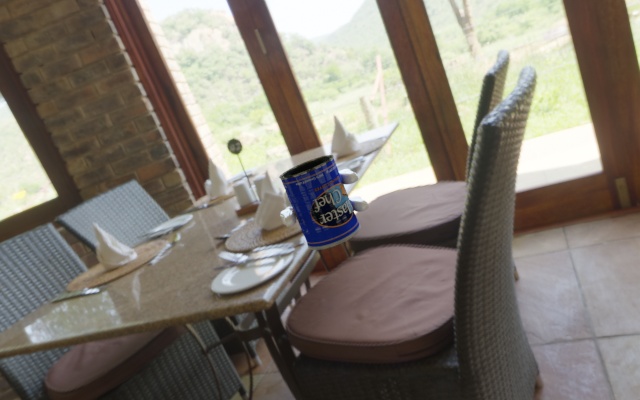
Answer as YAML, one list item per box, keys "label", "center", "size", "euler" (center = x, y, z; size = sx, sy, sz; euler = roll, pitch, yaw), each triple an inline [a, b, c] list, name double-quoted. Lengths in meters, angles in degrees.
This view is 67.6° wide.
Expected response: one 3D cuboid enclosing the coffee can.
- label: "coffee can"
  center: [0.000, 0.003, 0.849]
  size: [0.103, 0.140, 0.102]
  euler: [-21, 13, 5]
